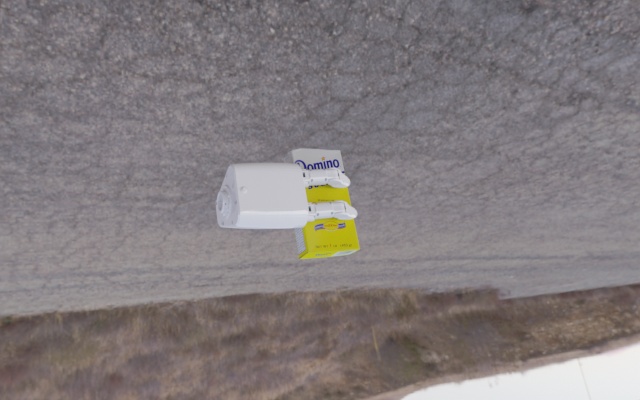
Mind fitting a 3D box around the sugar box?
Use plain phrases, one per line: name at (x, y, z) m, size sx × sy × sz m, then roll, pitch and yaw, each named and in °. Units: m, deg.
sugar box at (0.000, 0.002, 0.772) m, size 0.093 × 0.176 × 0.048 m, roll -1°, pitch -18°, yaw -26°
